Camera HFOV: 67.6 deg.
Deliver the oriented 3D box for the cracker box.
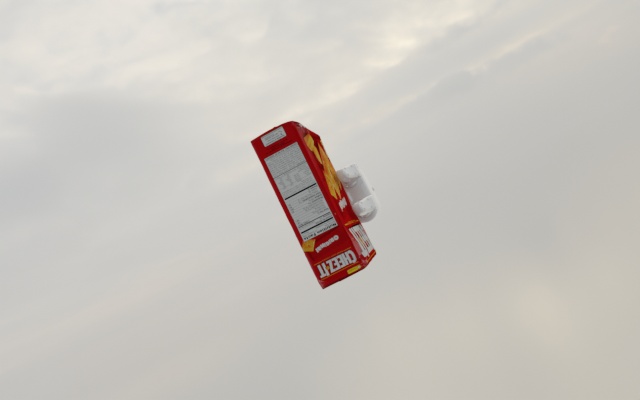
[{"bbox_3d":[0.000,0.002,0.675,0.072,0.213,0.164,-28,-5,11],"label":"cracker box"}]
